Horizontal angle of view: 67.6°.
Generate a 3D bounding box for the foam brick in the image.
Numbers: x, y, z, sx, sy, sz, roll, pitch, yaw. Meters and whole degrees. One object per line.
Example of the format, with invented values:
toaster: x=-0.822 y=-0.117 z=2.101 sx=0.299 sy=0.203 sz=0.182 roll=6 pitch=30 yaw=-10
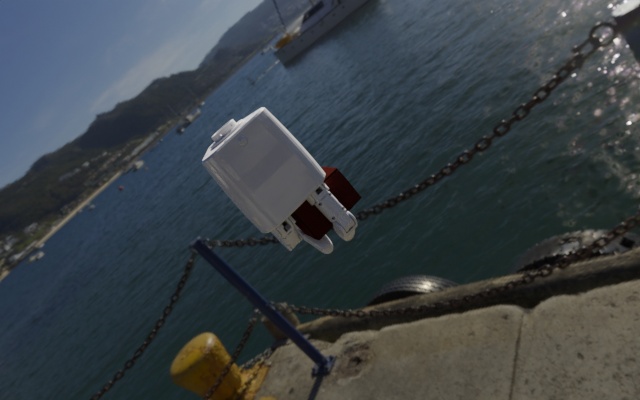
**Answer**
foam brick: x=0.000 y=0.002 z=0.587 sx=0.078 sy=0.051 sz=0.053 roll=-45 pitch=18 yaw=-12
